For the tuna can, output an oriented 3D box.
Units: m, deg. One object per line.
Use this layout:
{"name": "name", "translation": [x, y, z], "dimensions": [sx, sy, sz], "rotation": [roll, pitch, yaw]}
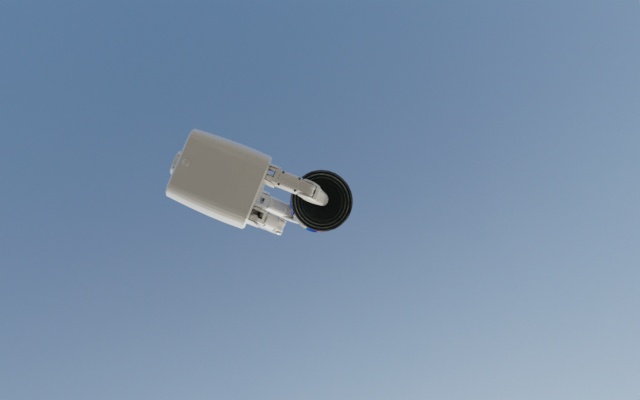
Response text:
{"name": "tuna can", "translation": [0.000, 0.002, 0.671], "dimensions": [0.086, 0.086, 0.034], "rotation": [0, -8, -9]}
